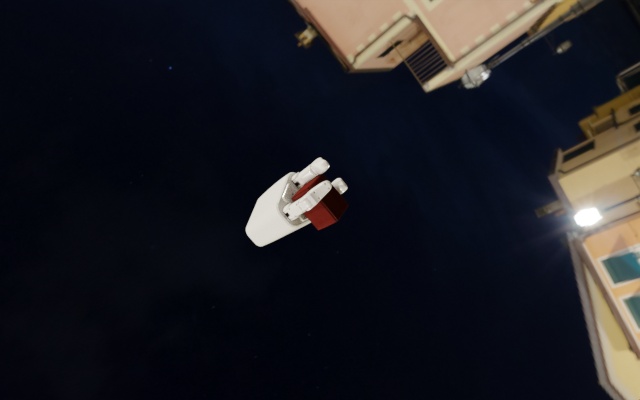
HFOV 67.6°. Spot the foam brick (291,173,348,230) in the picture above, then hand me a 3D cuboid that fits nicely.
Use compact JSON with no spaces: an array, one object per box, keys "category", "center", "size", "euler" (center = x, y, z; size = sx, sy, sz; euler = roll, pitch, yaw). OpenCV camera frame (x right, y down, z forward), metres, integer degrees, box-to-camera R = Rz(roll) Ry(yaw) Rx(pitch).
[{"category":"foam brick","center":[0.000,0.003,0.838],"size":[0.051,0.078,0.053],"euler":[-32,12,42]}]
